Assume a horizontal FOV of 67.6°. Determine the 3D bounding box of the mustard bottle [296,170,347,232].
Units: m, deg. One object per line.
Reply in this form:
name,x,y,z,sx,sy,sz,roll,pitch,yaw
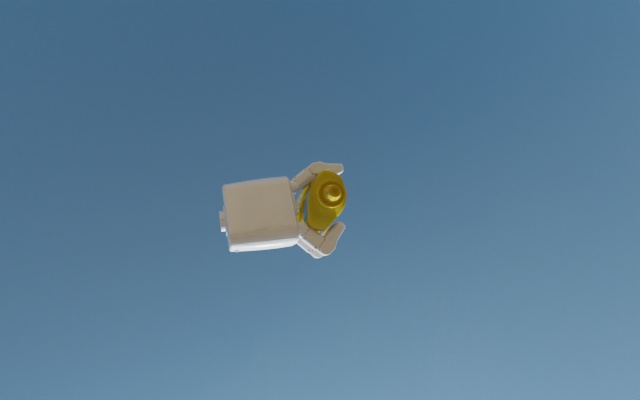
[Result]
mustard bottle,0.000,0.003,0.767,0.058,0.096,0.192,18,-13,-8
